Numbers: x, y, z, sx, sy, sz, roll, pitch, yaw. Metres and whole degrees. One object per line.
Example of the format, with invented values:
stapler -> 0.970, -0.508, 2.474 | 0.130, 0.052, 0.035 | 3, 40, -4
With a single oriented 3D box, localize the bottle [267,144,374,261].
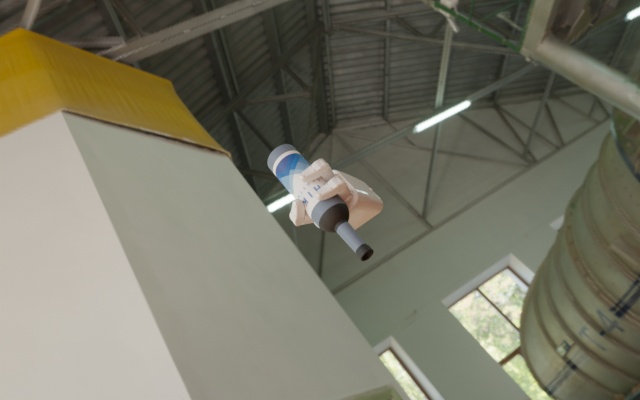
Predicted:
bottle -> 0.000, 0.003, 0.900 | 0.069, 0.069, 0.295 | 0, 39, -45
